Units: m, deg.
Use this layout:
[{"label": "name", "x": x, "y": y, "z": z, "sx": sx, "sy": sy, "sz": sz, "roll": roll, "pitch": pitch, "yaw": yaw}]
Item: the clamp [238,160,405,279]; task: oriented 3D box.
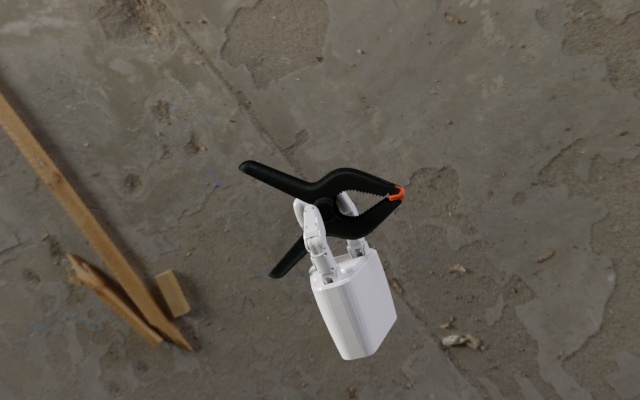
[{"label": "clamp", "x": 0.001, "y": 0.002, "z": 0.614, "sx": 0.210, "sy": 0.164, "sz": 0.036, "roll": -18, "pitch": 11, "yaw": 15}]
